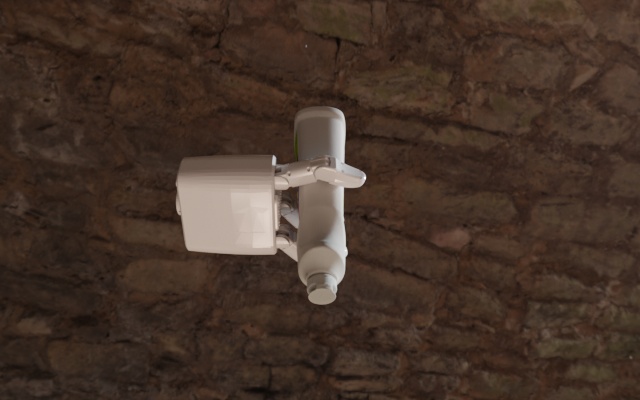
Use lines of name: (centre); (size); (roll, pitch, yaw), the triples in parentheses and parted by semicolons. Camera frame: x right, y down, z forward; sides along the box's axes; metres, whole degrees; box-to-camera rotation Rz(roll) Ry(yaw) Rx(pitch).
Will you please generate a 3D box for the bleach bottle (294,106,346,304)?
bleach bottle: (0.000, 0.002, 0.562); (0.068, 0.250, 0.103); (0, -44, -1)
